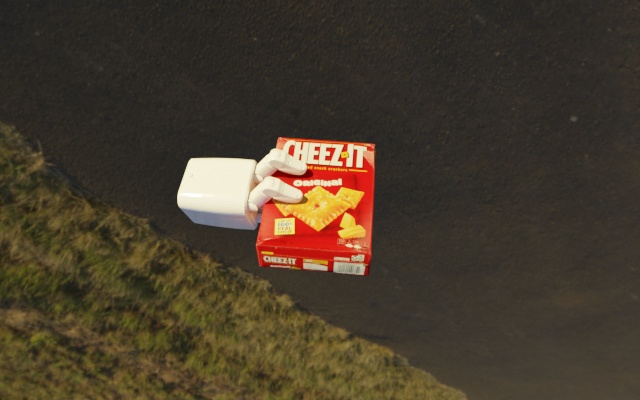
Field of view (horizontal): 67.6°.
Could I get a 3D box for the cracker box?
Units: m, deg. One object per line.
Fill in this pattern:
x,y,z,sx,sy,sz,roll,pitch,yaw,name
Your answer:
0.000,0.003,0.740,0.164,0.213,0.072,5,-36,3,cracker box
